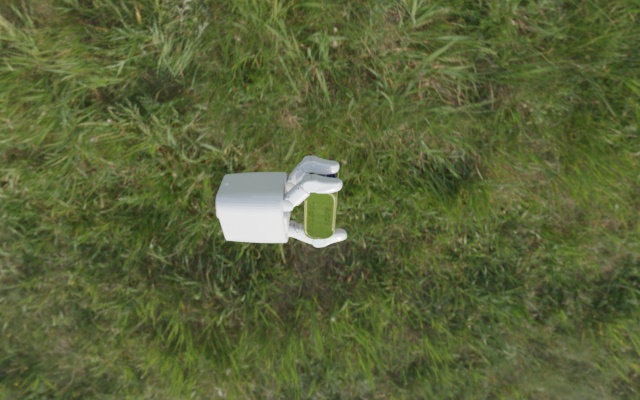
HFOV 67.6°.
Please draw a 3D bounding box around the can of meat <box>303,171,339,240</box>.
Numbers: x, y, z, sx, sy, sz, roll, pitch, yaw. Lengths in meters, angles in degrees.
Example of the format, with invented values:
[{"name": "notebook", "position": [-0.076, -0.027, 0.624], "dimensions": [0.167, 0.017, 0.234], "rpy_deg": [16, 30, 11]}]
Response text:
[{"name": "can of meat", "position": [0.000, 0.003, 0.796], "dimensions": [0.057, 0.102, 0.084], "rpy_deg": [3, 33, 1]}]
